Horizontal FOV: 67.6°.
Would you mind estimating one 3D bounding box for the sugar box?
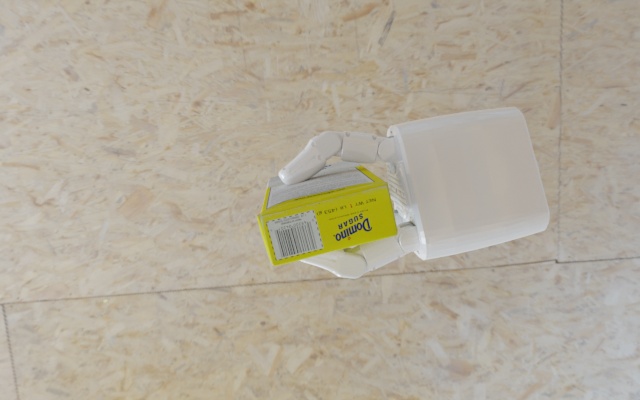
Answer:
[{"bbox_3d":[0.000,0.002,0.410,0.093,0.048,0.176,-13,8,-1],"label":"sugar box"}]
